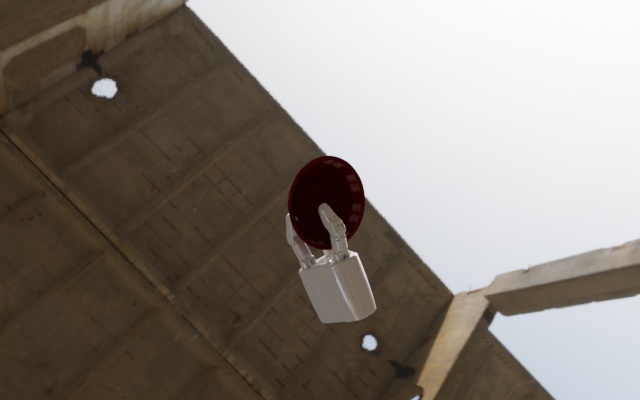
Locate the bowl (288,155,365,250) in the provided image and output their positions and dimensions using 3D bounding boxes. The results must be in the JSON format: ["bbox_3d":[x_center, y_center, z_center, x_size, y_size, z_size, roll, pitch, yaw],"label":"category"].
[{"bbox_3d":[0.000,0.001,0.835,0.162,0.162,0.055,0,4,-35],"label":"bowl"}]
